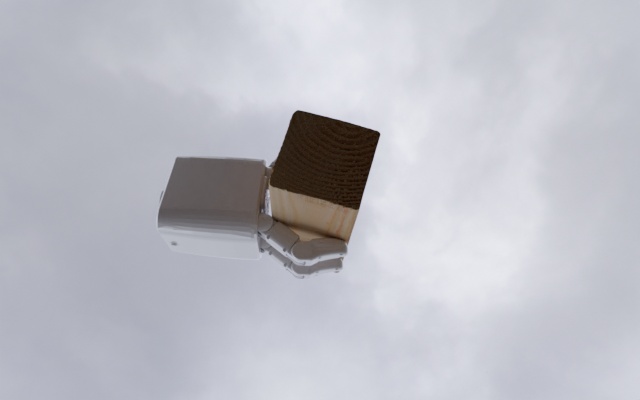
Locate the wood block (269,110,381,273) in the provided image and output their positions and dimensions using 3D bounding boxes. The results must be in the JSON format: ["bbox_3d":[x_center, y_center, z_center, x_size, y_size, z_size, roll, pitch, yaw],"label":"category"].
[{"bbox_3d":[0.000,0.001,0.542,0.090,0.090,0.206,15,-24,3],"label":"wood block"}]
